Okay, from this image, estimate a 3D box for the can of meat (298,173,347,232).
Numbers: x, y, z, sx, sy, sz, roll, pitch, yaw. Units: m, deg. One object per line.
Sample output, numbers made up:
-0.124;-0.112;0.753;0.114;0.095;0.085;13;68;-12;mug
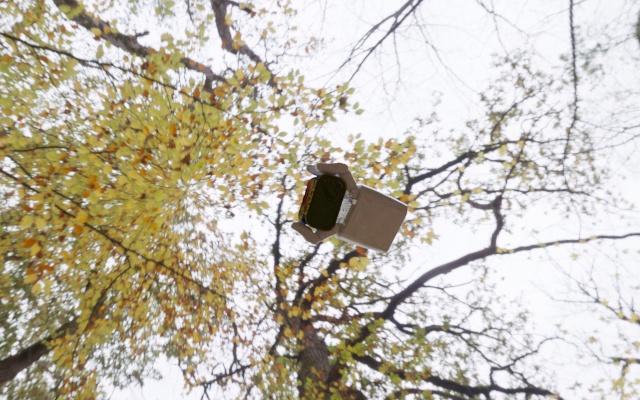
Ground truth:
0.000;0.003;0.889;0.057;0.102;0.084;18;-4;-15;can of meat
